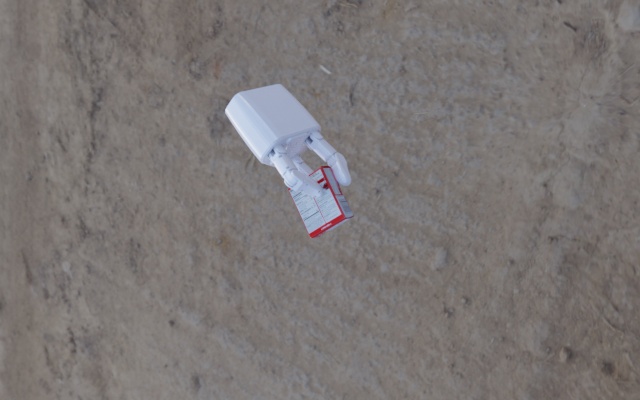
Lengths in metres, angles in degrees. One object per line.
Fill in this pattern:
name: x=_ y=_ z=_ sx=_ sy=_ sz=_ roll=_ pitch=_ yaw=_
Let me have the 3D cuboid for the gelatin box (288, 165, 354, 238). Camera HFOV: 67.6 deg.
gelatin box: x=0.000 y=0.003 z=0.730 sx=0.073 sy=0.089 sz=0.030 roll=-33 pitch=-14 yaw=32
